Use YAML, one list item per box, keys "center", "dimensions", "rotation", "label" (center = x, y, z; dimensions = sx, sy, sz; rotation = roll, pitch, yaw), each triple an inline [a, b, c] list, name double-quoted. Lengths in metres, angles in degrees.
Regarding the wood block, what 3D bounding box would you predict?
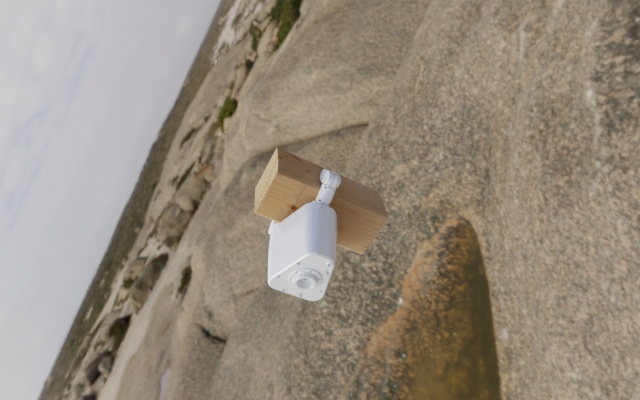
- center: [0.000, 0.003, 0.822]
  dimensions: [0.206, 0.091, 0.090]
  rotation: [22, 27, -19]
  label: "wood block"
